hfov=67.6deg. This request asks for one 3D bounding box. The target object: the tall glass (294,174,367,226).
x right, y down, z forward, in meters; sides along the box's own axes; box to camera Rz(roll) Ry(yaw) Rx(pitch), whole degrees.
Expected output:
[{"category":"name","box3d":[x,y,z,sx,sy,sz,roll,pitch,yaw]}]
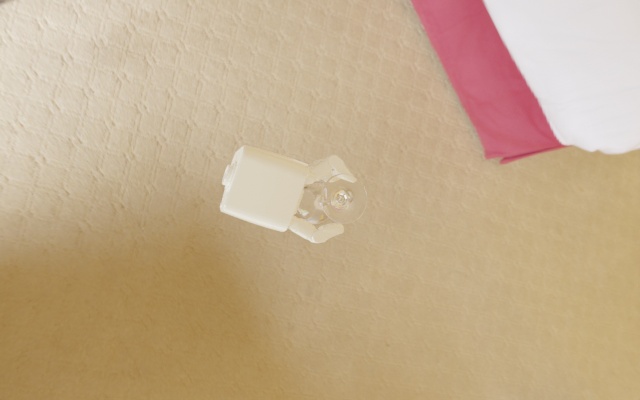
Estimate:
[{"category":"tall glass","box3d":[0.000,0.003,0.791,0.079,0.079,0.201,0,-3,-20]}]
